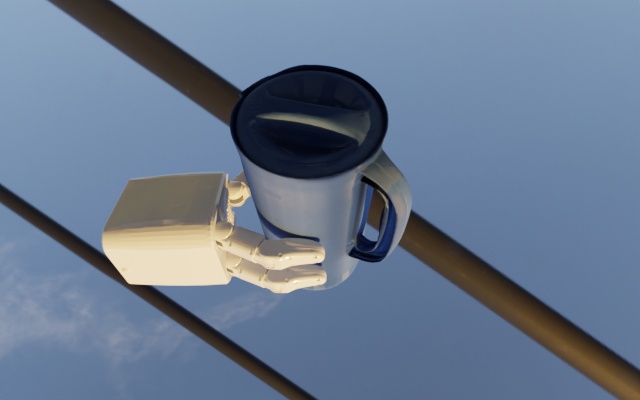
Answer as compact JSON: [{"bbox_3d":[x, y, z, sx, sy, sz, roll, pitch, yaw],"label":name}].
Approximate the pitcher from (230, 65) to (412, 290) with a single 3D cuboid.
[{"bbox_3d":[0.000,0.002,0.487,0.145,0.149,0.243,-5,-35,-2],"label":"pitcher"}]
